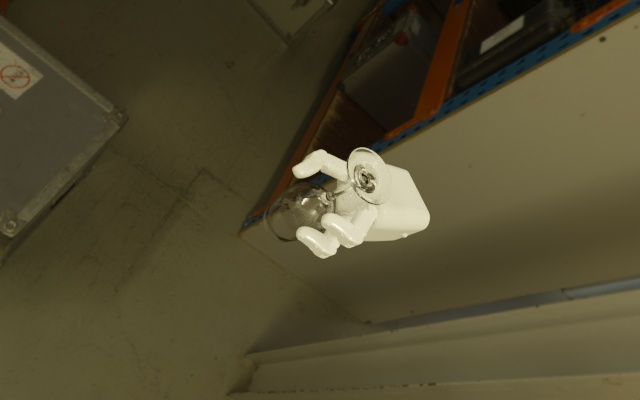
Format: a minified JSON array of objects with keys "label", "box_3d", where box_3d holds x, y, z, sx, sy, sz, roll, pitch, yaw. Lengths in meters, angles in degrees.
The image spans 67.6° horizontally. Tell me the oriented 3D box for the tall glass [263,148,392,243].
[{"label":"tall glass","box_3d":[0.000,0.002,0.649,0.079,0.079,0.201,0,-19,-40]}]
